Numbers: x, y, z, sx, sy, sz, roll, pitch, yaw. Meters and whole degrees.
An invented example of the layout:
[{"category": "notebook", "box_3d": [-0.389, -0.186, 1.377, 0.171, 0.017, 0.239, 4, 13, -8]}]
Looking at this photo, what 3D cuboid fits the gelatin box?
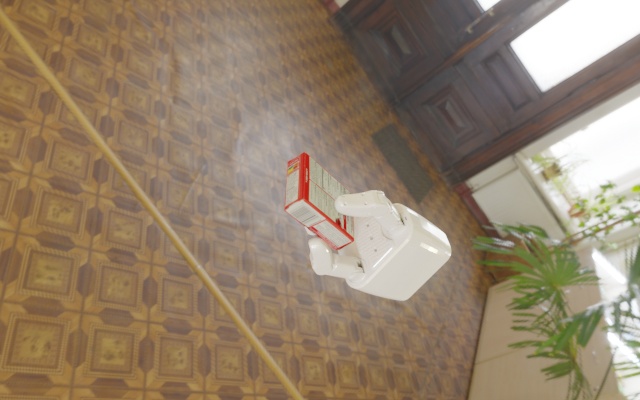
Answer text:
[{"category": "gelatin box", "box_3d": [0.000, 0.001, 0.521, 0.030, 0.073, 0.089, -29, -51, 27]}]
